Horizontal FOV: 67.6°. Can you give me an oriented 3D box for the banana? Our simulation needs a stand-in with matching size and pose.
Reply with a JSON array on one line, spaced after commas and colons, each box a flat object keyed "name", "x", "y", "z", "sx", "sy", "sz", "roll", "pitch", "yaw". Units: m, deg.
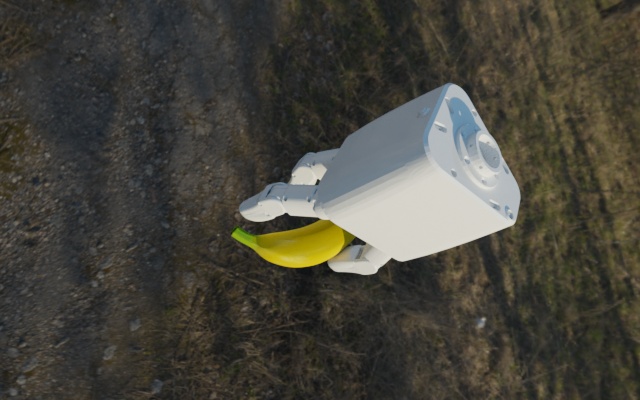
[{"name": "banana", "x": 0.007, "y": 0.019, "z": 0.481, "sx": 0.197, "sy": 0.069, "sz": 0.037, "roll": -26, "pitch": -4, "yaw": -44}]
